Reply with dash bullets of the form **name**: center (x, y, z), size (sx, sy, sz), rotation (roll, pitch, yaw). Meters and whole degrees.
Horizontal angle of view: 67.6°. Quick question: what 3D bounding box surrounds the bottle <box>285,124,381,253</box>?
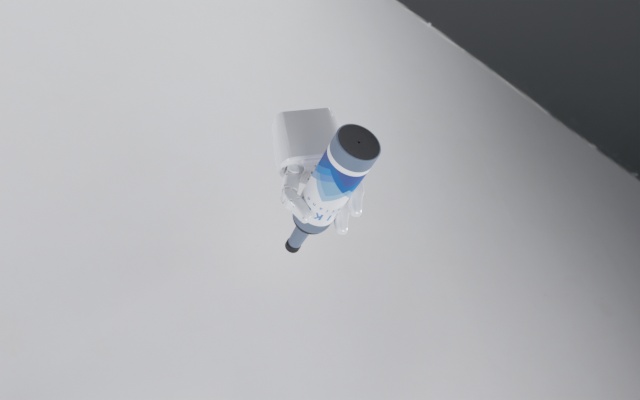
- **bottle**: center (0.000, 0.002, 0.751), size (0.069, 0.069, 0.296), rotation (0, -33, -25)
